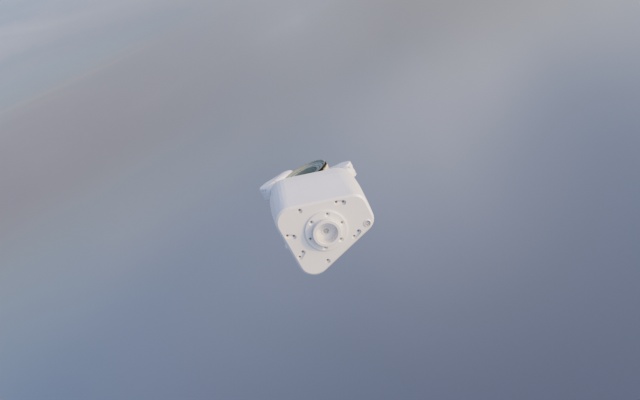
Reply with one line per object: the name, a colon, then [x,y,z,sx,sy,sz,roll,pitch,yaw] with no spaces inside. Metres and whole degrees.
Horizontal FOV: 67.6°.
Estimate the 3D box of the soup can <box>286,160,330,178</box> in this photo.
soup can: [0.000,0.002,0.675,0.068,0.102,0.068,-25,20,10]
